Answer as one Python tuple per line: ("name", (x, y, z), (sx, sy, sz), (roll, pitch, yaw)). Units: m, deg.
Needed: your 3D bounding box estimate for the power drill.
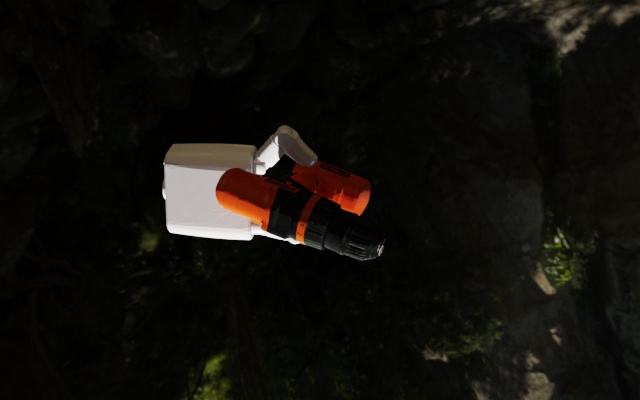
("power drill", (0.000, 0.002, 0.547), (0.184, 0.057, 0.187), (22, 15, 14))
